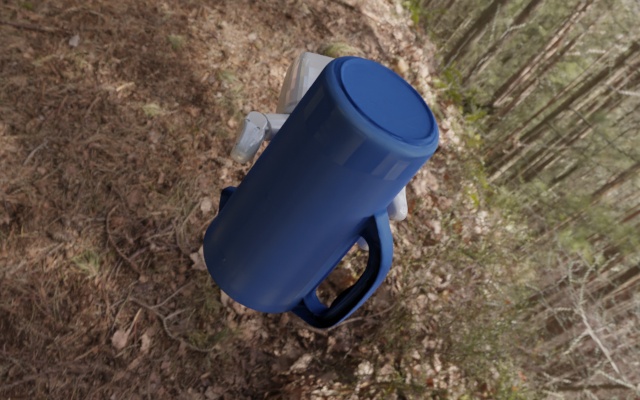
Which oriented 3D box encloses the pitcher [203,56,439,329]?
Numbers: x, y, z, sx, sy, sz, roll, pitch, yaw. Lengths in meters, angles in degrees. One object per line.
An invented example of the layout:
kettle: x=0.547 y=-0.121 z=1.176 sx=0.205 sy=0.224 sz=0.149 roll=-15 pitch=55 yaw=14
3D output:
pitcher: x=0.000 y=0.001 z=0.439 sx=0.149 sy=0.145 sz=0.243 roll=24 pitch=-47 yaw=-18
